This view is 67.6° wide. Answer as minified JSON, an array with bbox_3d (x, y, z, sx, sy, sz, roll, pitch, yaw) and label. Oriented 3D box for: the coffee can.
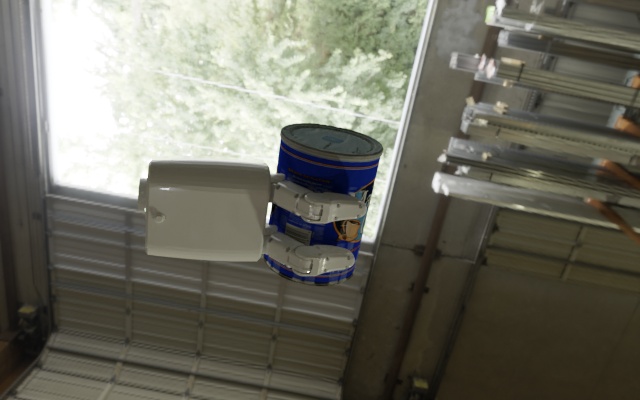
[{"bbox_3d":[0.000,0.001,0.496,0.103,0.140,0.102,9,22,-4],"label":"coffee can"}]
